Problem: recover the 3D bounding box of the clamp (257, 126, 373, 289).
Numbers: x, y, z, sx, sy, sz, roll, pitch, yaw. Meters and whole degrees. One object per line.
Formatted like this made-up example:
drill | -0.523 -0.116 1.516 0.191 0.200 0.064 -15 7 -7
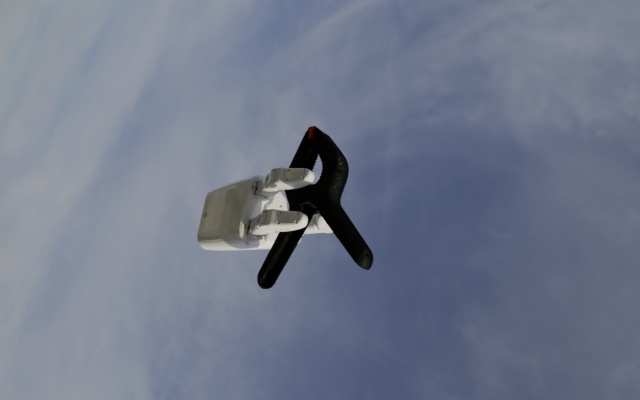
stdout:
clamp | 0.000 0.002 0.578 0.164 0.210 0.036 -9 -27 39
